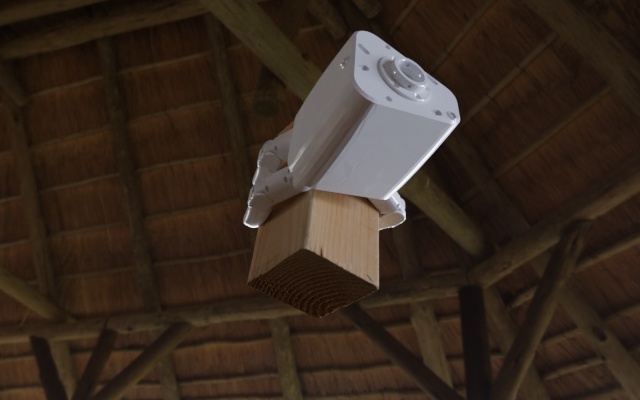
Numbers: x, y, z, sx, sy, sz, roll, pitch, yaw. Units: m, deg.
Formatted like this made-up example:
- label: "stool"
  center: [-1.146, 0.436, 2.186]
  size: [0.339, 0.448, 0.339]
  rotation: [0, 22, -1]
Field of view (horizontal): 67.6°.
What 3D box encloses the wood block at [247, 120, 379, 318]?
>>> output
- label: "wood block"
  center: [0.001, 0.001, 0.499]
  size: [0.091, 0.206, 0.090]
  rotation: [32, -47, -26]
